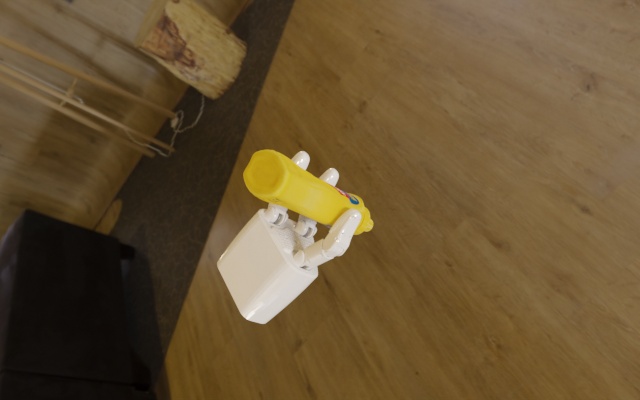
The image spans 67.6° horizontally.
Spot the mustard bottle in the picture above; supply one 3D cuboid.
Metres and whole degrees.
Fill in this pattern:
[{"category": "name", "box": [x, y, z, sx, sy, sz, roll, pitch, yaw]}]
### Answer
[{"category": "mustard bottle", "box": [0.000, 0.002, 0.608, 0.192, 0.058, 0.096, 27, 1, -38]}]
